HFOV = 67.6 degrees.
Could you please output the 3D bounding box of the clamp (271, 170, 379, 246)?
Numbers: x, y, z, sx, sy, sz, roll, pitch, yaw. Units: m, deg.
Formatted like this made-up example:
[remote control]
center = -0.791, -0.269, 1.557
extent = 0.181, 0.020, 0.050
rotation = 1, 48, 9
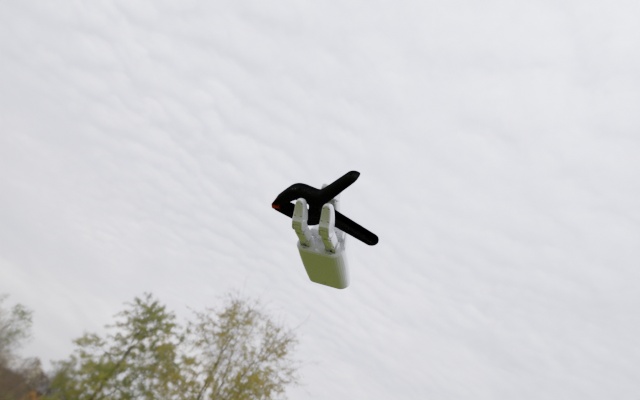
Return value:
[clamp]
center = 0.000, 0.002, 0.869
extent = 0.210, 0.165, 0.036
rotation = 11, 44, 25
